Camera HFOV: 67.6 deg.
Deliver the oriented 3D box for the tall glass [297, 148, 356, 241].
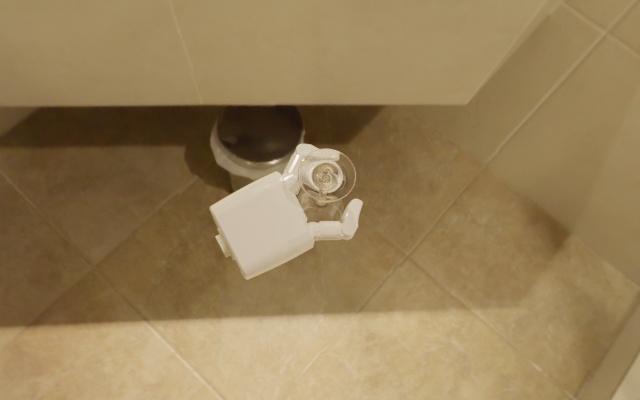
[{"bbox_3d":[0.000,0.002,0.698,0.079,0.079,0.201,0,-21,-5],"label":"tall glass"}]
